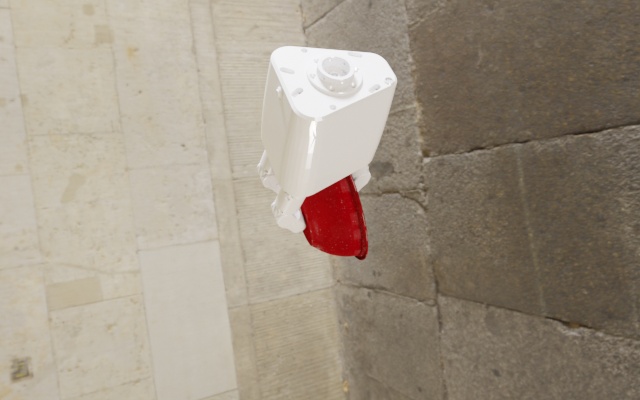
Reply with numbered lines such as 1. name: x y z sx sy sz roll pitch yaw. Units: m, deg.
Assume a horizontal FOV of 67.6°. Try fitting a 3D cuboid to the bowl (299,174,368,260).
1. bowl: 0.000 0.003 0.565 0.055 0.162 0.162 -18 3 -10
